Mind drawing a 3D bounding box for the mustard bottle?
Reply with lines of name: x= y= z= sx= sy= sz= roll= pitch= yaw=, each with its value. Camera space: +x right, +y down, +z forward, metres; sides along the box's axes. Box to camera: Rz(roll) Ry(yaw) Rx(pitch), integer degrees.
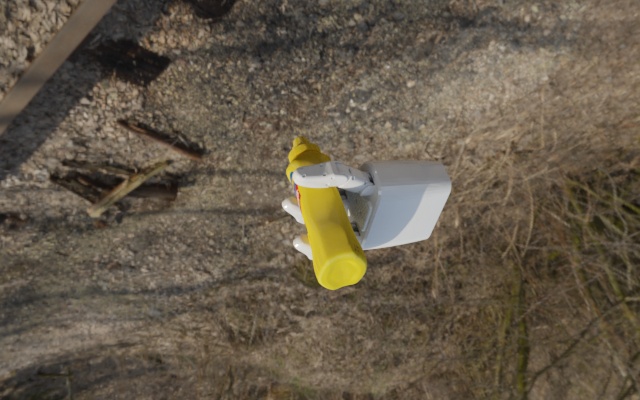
mustard bottle: x=0.000 y=0.002 z=0.566 sx=0.058 sy=0.191 sz=0.096 roll=-17 pitch=-29 yaw=-1
